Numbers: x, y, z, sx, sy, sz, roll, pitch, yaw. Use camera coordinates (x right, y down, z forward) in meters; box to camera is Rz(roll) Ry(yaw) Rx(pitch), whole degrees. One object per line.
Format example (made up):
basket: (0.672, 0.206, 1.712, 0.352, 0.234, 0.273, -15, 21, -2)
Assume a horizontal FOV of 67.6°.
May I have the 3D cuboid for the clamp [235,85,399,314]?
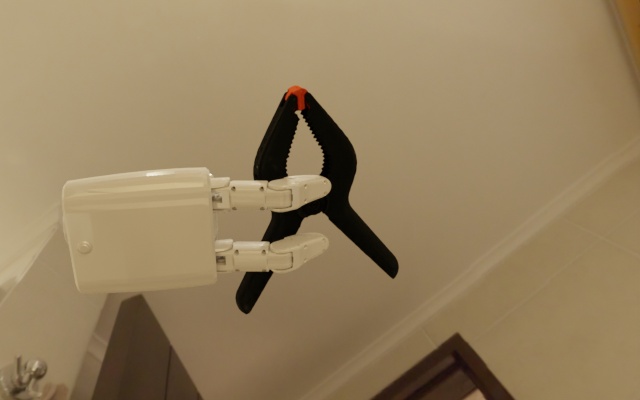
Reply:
clamp: (0.000, 0.001, 0.443, 0.164, 0.210, 0.036, -5, 20, -16)
